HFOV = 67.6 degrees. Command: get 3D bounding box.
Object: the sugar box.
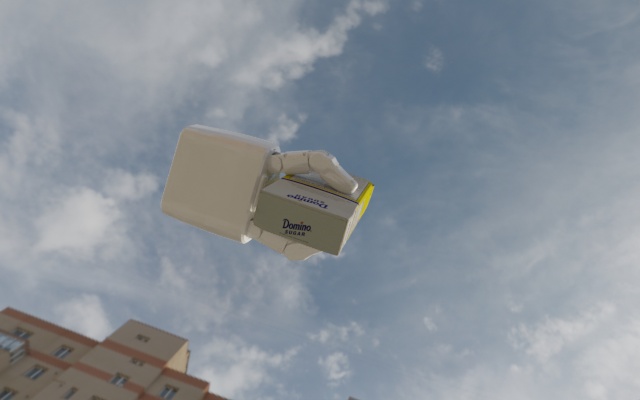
[{"bbox_3d":[0.000,0.002,0.535,0.093,0.048,0.176,19,20,10],"label":"sugar box"}]
